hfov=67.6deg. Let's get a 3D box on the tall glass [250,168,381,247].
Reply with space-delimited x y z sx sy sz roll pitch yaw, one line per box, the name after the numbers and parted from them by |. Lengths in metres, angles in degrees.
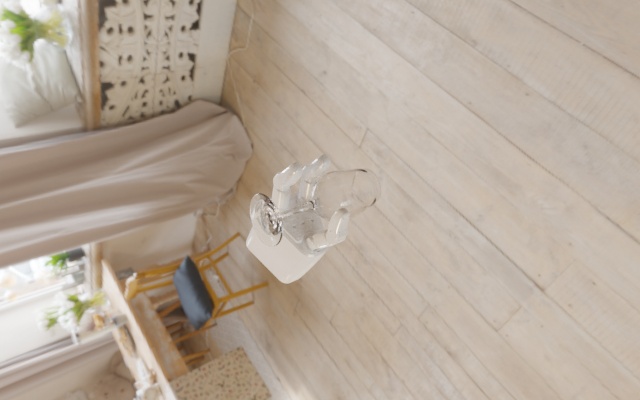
0.000 0.002 0.701 0.201 0.079 0.079 -18 11 -38 | tall glass
